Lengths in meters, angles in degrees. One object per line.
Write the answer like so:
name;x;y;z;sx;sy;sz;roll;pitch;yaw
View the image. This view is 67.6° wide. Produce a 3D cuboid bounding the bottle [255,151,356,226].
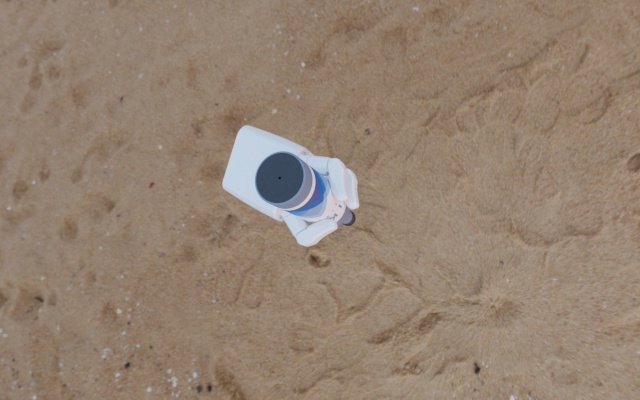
bottle;0.000;0.002;0.701;0.069;0.069;0.296;0;-11;20
